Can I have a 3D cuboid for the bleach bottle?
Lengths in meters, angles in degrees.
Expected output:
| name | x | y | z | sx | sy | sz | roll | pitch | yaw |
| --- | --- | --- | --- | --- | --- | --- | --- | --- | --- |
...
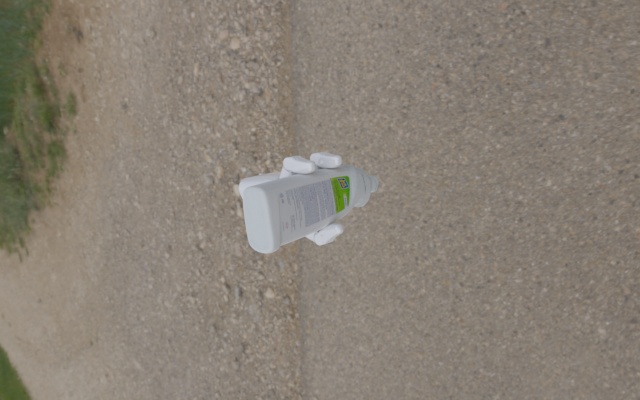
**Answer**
| name | x | y | z | sx | sy | sz | roll | pitch | yaw |
| --- | --- | --- | --- | --- | --- | --- | --- | --- | --- |
| bleach bottle | 0.000 | 0.002 | 0.760 | 0.251 | 0.102 | 0.068 | -15 | 13 | -40 |
